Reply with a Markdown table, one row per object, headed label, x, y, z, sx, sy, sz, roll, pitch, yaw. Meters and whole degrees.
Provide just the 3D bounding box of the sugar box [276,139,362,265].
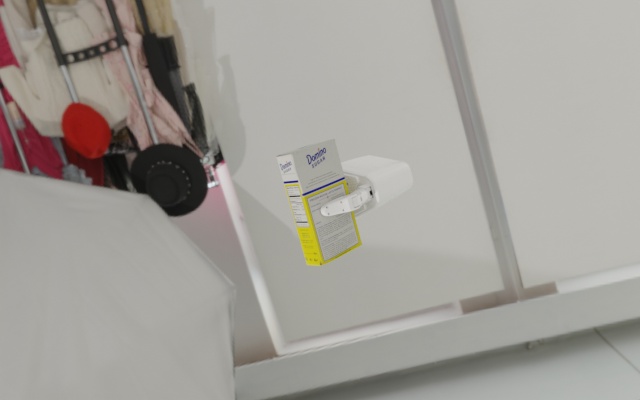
| label | x | y | z | sx | sy | sz | roll | pitch | yaw |
| --- | --- | --- | --- | --- | --- | --- | --- | --- | --- |
| sugar box | 0.000 | 0.002 | 0.734 | 0.093 | 0.176 | 0.048 | -23 | 10 | -39 |
